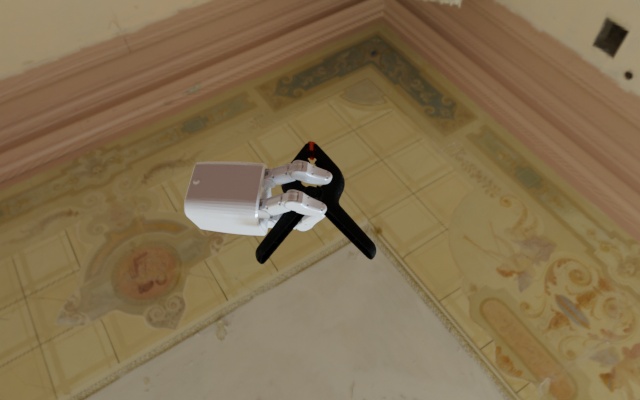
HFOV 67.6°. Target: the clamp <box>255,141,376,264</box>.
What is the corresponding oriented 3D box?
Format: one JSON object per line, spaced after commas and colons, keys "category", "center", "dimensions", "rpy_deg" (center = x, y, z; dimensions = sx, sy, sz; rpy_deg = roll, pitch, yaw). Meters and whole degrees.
{"category": "clamp", "center": [0.000, 0.002, 0.701], "dimensions": [0.164, 0.209, 0.036], "rpy_deg": [4, -34, 2]}
